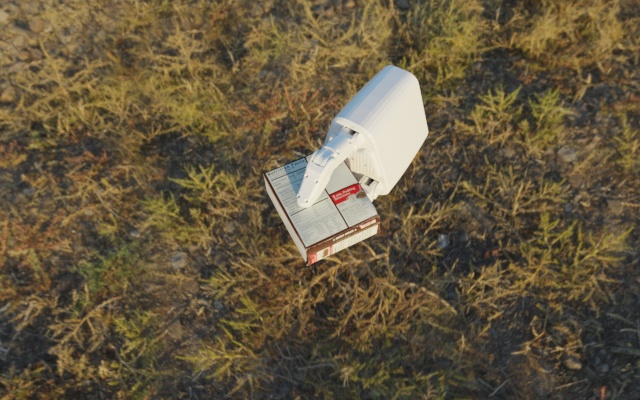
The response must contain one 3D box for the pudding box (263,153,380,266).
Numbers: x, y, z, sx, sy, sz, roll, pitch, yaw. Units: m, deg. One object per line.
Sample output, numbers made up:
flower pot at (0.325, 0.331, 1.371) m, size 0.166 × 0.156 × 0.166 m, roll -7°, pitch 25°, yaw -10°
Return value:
pudding box at (0.000, 0.002, 0.520) m, size 0.090 × 0.113 × 0.039 m, roll -24°, pitch -33°, yaw -11°
